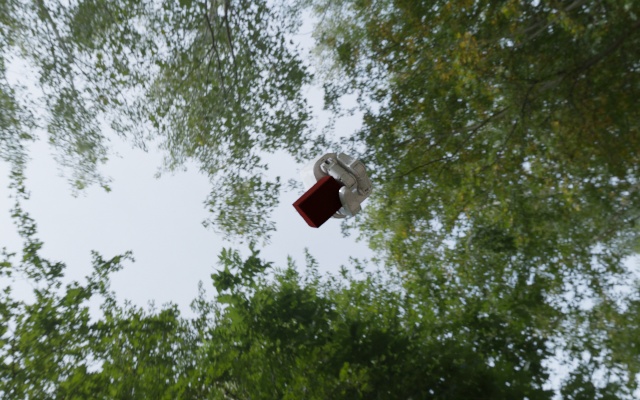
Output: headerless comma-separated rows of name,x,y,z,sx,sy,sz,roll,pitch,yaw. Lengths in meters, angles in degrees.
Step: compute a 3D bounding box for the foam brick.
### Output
foam brick,0.000,0.003,0.800,0.078,0.053,0.051,-41,12,-14
